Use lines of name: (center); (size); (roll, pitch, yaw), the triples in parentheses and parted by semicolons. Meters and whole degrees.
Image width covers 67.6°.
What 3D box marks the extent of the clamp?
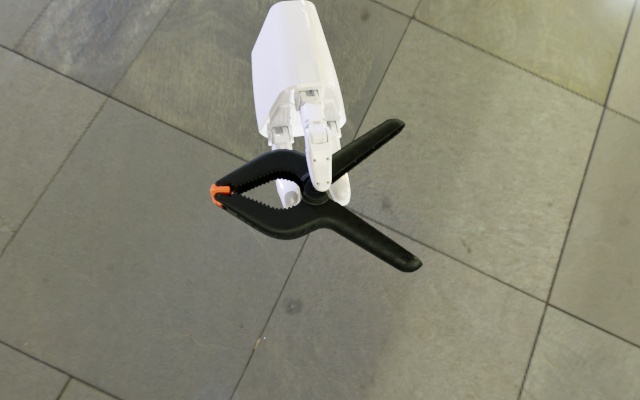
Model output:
clamp: (0.000, 0.001, 0.473); (0.210, 0.164, 0.036); (-7, -20, -9)
